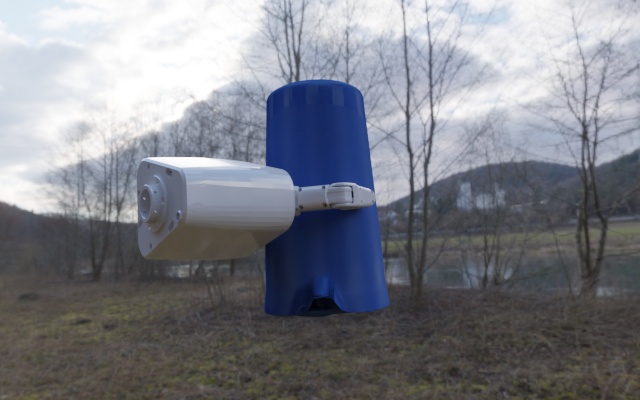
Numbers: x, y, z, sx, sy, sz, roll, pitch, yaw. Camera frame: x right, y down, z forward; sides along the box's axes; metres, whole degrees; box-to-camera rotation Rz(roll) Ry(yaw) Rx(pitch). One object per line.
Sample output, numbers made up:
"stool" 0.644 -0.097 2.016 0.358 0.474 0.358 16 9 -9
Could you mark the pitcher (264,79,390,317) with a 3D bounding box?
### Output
"pitcher" 0.000 0.002 0.531 0.145 0.243 0.149 1 -7 -41
